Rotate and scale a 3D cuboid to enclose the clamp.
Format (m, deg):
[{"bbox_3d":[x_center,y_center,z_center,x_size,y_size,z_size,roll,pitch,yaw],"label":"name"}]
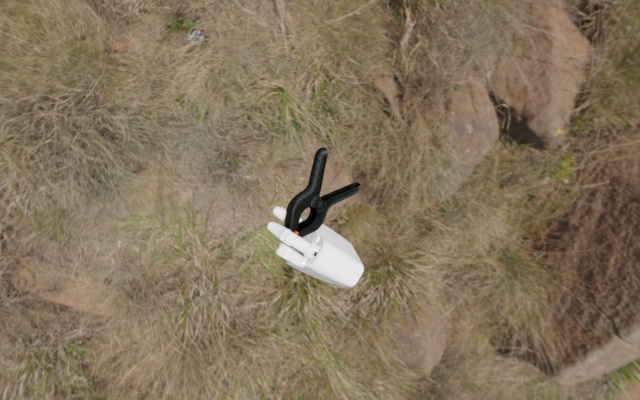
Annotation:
[{"bbox_3d":[0.000,0.003,0.868,0.120,0.171,0.039,32,-1,-29],"label":"clamp"}]
